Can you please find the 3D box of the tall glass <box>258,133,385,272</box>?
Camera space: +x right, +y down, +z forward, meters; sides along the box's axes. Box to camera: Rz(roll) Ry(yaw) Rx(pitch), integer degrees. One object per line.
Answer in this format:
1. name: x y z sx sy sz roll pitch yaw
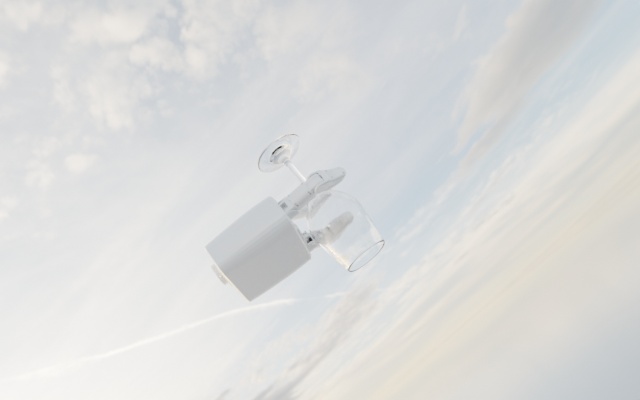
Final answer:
1. tall glass: 0.000 0.002 0.653 0.079 0.201 0.079 -34 -22 -16
